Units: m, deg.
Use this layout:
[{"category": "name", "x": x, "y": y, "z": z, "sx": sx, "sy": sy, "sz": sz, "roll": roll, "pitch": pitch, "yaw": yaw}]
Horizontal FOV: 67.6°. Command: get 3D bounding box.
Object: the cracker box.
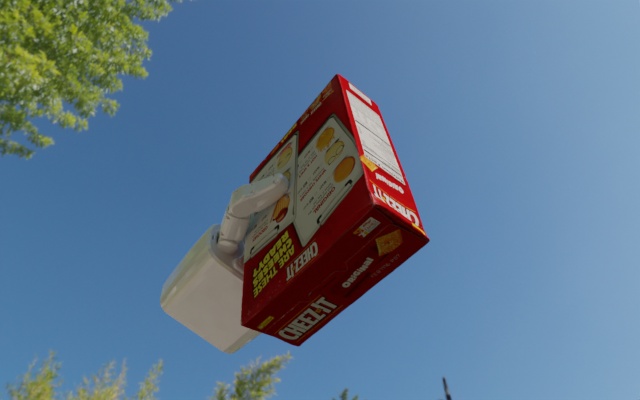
[{"category": "cracker box", "x": 0.000, "y": 0.001, "z": 0.456, "sx": 0.072, "sy": 0.164, "sz": 0.213, "roll": 30, "pitch": 30, "yaw": -27}]
